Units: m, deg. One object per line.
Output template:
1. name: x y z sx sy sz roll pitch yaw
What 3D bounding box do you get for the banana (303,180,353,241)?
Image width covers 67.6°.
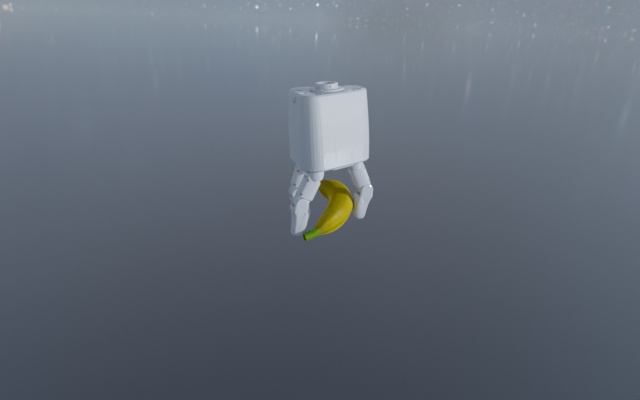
1. banana: 0.018 0.003 0.763 0.069 0.037 0.197 -3 23 9
